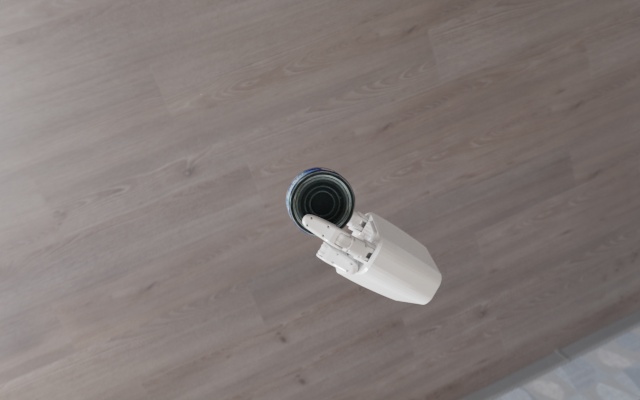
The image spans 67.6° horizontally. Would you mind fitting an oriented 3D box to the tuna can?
[{"bbox_3d":[0.000,0.002,0.605,0.086,0.086,0.033,0,10,-9],"label":"tuna can"}]
